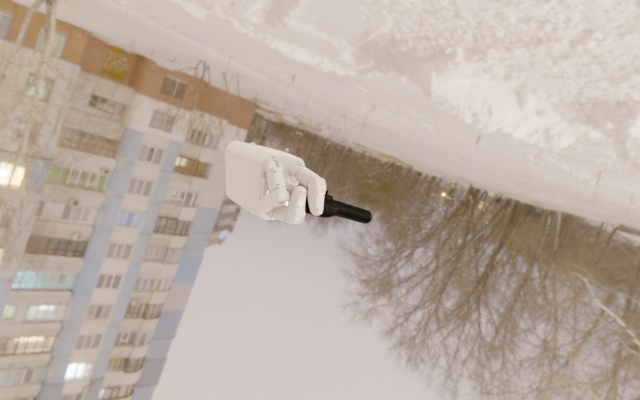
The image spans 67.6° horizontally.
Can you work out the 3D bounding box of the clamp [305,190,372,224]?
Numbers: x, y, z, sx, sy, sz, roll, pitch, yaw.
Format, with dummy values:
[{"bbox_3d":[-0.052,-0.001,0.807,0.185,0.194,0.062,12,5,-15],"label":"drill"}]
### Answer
[{"bbox_3d":[0.000,0.003,0.834,0.120,0.039,0.171,22,6,42],"label":"clamp"}]
